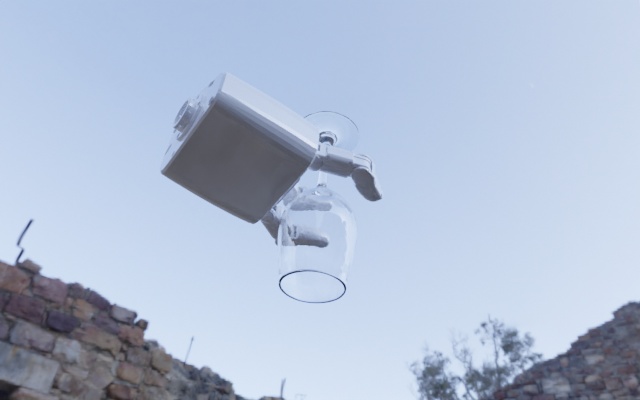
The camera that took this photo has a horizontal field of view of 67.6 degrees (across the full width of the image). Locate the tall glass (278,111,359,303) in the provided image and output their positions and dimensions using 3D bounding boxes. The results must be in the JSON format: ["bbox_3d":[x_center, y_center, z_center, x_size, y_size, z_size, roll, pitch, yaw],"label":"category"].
[{"bbox_3d":[0.000,0.001,0.493,0.079,0.200,0.079,3,-38,3],"label":"tall glass"}]
